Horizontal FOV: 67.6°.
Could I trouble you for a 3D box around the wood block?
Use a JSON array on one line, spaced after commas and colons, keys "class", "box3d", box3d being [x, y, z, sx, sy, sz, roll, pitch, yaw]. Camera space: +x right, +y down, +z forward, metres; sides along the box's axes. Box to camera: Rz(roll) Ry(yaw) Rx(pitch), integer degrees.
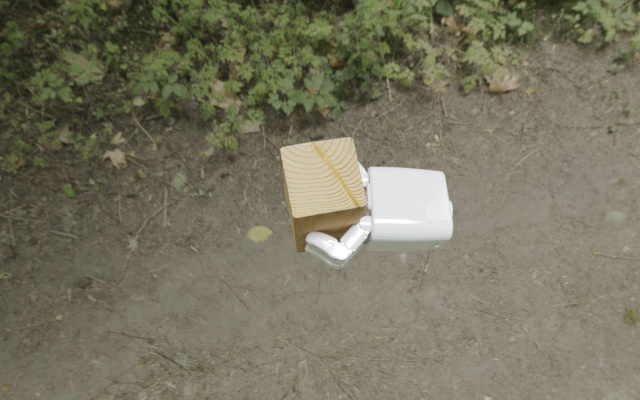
[{"class": "wood block", "box3d": [0.000, 0.002, 0.652, 0.090, 0.090, 0.206, -9, -17, -5]}]
